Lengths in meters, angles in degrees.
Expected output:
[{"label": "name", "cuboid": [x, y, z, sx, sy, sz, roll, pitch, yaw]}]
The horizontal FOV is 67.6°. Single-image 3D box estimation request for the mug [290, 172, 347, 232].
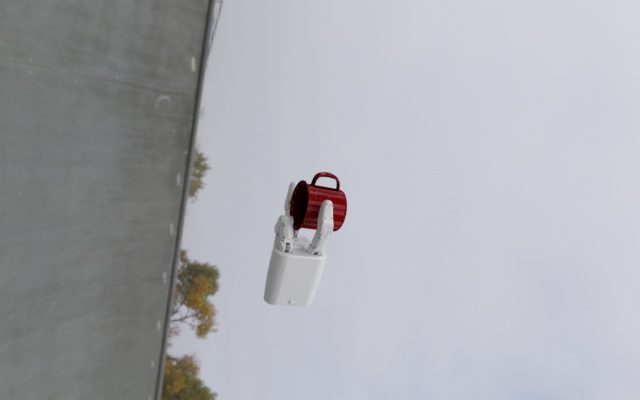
[{"label": "mug", "cuboid": [0.001, 0.002, 0.877, 0.081, 0.117, 0.093, 9, 19, -23]}]
